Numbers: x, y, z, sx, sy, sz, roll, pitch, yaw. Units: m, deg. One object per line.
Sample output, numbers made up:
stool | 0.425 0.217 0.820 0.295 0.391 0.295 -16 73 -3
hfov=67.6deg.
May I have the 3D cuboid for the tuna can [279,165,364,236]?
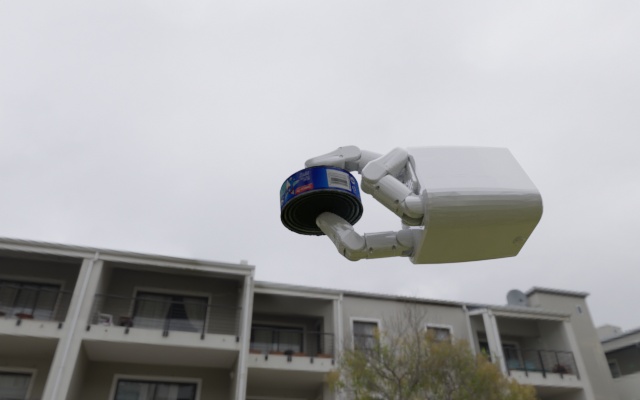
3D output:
tuna can | 0.000 0.001 0.496 0.086 0.033 0.086 -5 -34 -3
